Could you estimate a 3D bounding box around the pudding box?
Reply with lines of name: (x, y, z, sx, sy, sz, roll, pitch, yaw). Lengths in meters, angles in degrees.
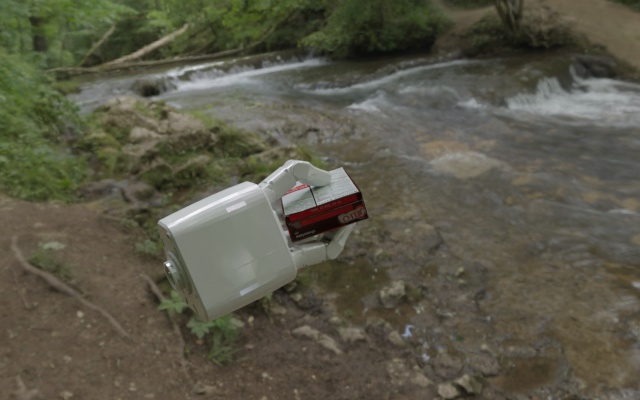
pudding box: (0.000, 0.002, 0.565, 0.090, 0.039, 0.113, -17, 21, -2)
